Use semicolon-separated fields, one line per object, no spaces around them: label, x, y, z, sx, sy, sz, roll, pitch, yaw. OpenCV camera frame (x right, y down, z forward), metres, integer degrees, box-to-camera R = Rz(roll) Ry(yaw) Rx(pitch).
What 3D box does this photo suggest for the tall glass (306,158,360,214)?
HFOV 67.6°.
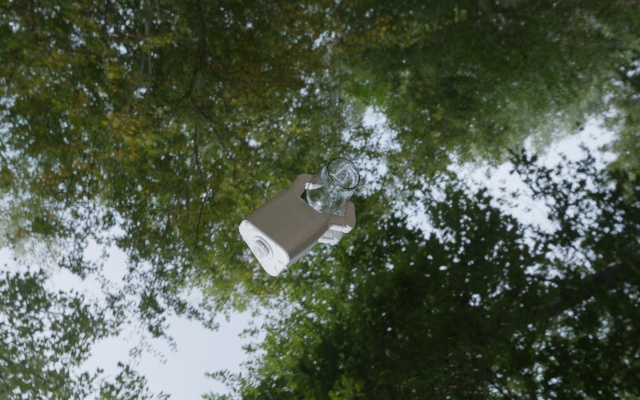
tall glass;0.000;0.003;0.873;0.079;0.079;0.201;0;-30;-27
